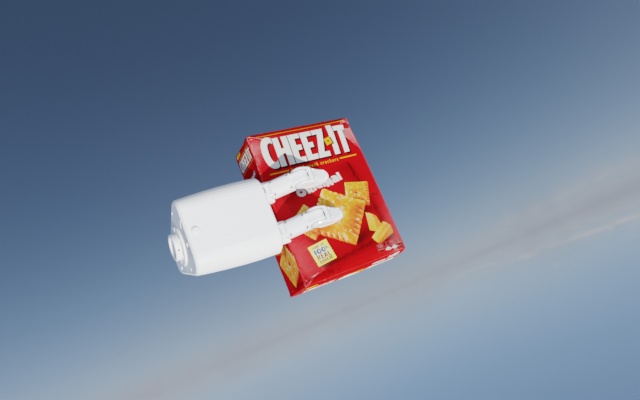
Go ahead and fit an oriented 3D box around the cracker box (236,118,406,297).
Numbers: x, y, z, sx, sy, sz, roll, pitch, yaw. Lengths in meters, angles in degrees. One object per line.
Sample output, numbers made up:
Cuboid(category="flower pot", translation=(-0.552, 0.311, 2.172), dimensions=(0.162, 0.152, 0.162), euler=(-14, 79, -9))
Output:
Cuboid(category="cracker box", translation=(0.000, 0.002, 0.658), dimensions=(0.164, 0.213, 0.072), euler=(-16, -15, -28))
